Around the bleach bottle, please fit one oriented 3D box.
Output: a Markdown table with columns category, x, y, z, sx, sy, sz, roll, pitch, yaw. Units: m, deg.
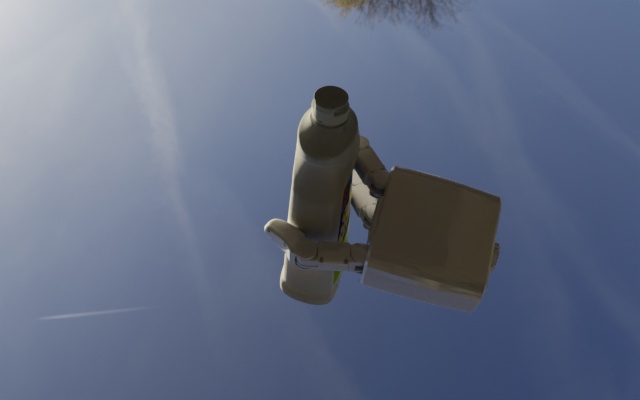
| category | x | y | z | sx | sy | sz | roll | pitch | yaw |
| --- | --- | --- | --- | --- | --- | --- | --- | --- | --- |
| bleach bottle | 0.000 | 0.001 | 0.472 | 0.068 | 0.102 | 0.251 | 15 | -38 | 8 |
